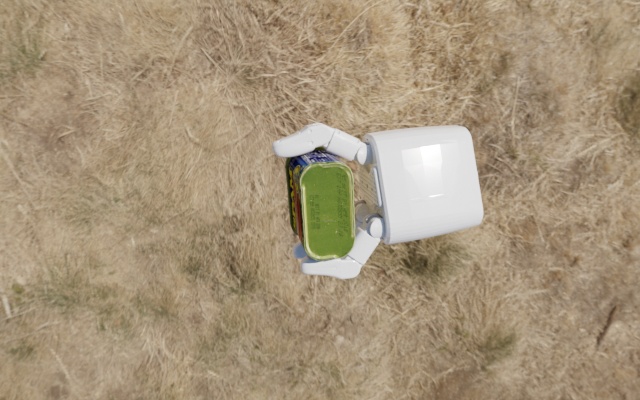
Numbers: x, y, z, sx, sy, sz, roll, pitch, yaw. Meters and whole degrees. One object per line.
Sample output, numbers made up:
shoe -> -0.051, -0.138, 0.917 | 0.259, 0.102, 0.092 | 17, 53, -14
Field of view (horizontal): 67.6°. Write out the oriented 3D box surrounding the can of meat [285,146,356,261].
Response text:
can of meat -> 0.000, 0.002, 0.486 | 0.057, 0.102, 0.084 | -6, 16, -10
